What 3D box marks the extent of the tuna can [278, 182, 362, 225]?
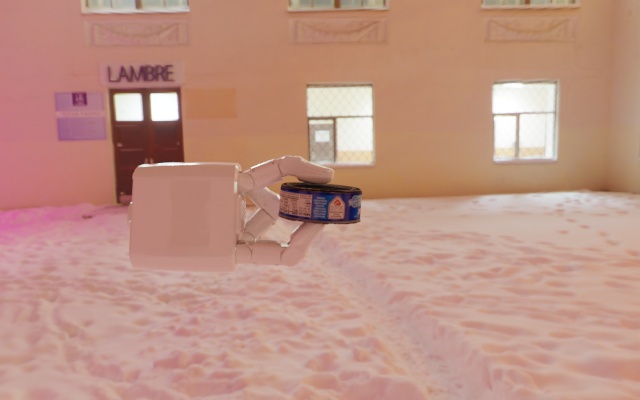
[{"bbox_3d":[0.000,0.001,0.494,0.086,0.034,0.086,4,6,0],"label":"tuna can"}]
